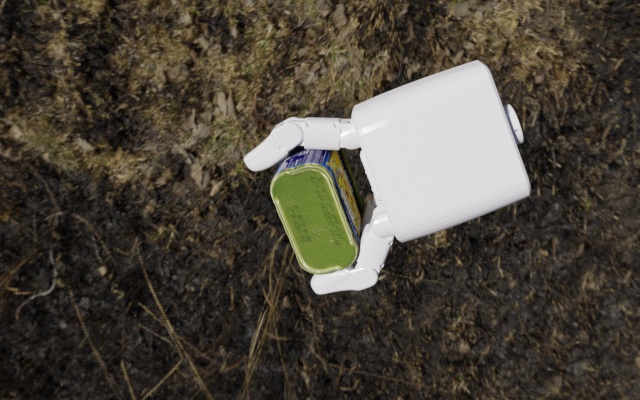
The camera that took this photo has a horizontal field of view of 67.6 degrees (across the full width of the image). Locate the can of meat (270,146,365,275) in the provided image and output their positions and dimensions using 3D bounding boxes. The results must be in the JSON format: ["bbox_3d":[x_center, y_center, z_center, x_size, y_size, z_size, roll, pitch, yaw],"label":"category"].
[{"bbox_3d":[0.000,0.001,0.415,0.057,0.102,0.084,-16,21,13],"label":"can of meat"}]
